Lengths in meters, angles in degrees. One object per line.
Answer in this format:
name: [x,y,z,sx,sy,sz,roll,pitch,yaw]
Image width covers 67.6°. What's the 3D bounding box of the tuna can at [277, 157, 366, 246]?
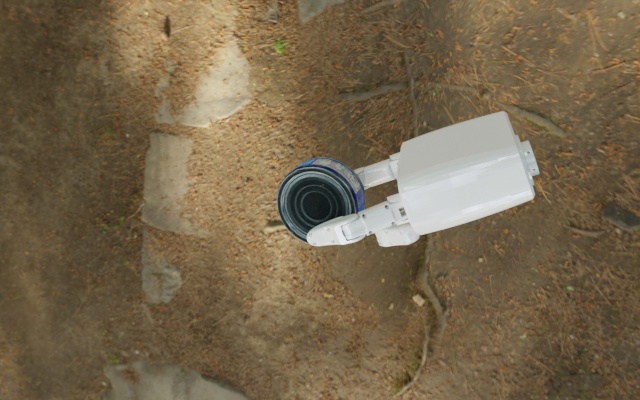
tuna can: [0.000,0.002,0.479,0.086,0.086,0.033,0,19,20]
